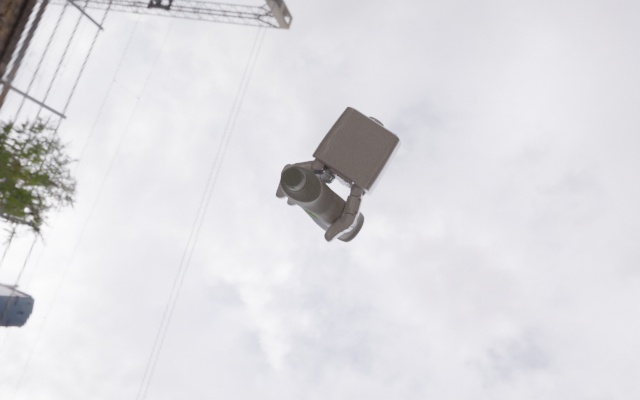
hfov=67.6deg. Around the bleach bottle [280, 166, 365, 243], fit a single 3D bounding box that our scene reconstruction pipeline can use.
[{"bbox_3d":[0.000,0.003,0.786,0.102,0.068,0.251,32,-4,21],"label":"bleach bottle"}]
